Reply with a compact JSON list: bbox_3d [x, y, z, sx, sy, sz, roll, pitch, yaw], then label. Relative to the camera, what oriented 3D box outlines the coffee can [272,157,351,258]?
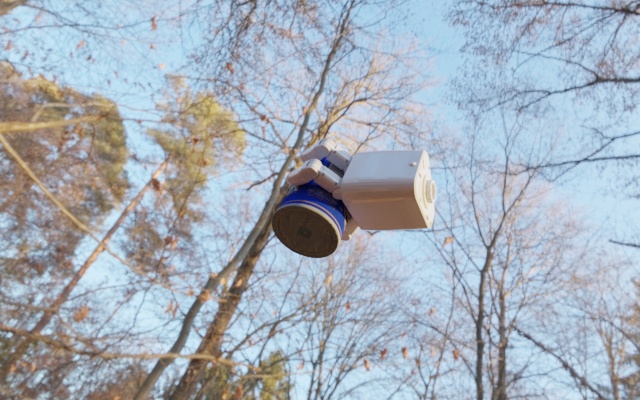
[{"bbox_3d":[0.000,0.003,0.726,0.103,0.103,0.140,0,40,25],"label":"coffee can"}]
